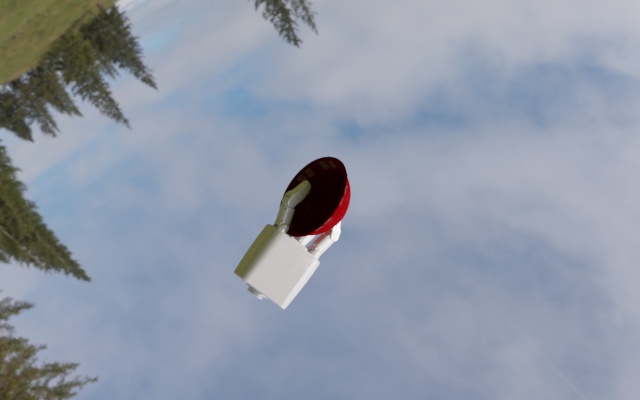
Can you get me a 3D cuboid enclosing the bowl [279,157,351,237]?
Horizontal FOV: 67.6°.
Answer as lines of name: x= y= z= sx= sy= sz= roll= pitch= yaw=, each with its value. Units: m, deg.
bowl: x=0.001 y=0.002 z=0.861 sx=0.162 sy=0.162 sz=0.055 roll=0 pitch=-27 yaw=47
